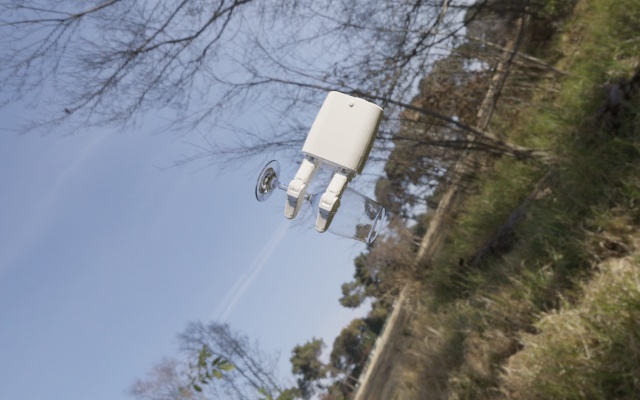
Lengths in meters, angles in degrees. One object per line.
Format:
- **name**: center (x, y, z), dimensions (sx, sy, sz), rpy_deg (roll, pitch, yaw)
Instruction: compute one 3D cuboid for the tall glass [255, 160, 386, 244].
- **tall glass**: center (-0.001, 0.002, 0.761), dimensions (0.201, 0.079, 0.079), rpy_deg (22, 7, 18)
